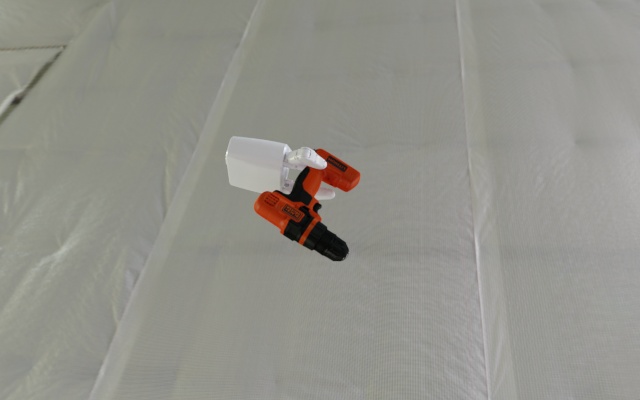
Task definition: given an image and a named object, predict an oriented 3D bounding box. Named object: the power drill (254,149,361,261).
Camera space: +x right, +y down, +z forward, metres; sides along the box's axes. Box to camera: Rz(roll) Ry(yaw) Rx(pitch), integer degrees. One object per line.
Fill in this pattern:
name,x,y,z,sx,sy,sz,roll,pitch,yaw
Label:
power drill,0.000,0.002,0.861,0.184,0.187,0.057,33,-39,4
